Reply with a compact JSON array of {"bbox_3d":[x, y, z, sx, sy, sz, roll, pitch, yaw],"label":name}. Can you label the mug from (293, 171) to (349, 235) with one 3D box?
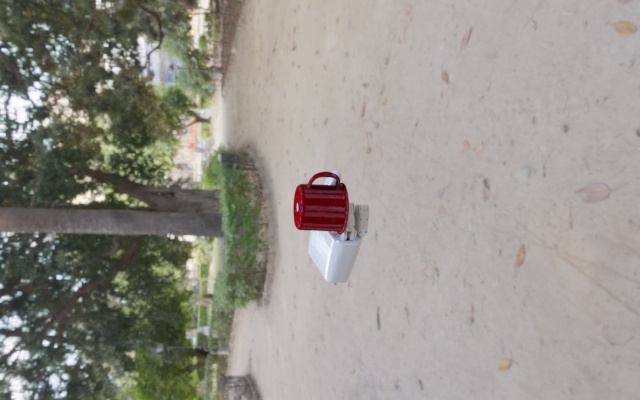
[{"bbox_3d":[0.000,0.002,0.834,0.081,0.117,0.093,2,34,-14],"label":"mug"}]
